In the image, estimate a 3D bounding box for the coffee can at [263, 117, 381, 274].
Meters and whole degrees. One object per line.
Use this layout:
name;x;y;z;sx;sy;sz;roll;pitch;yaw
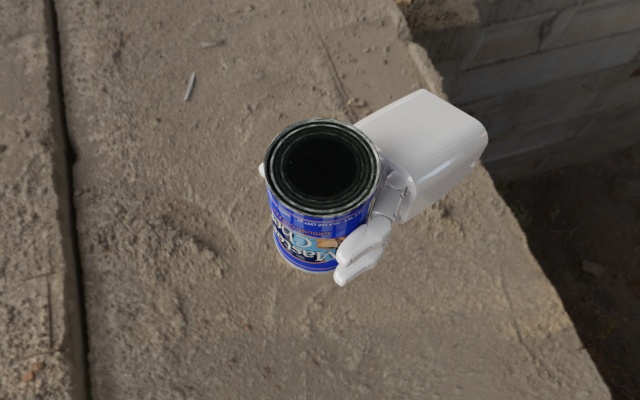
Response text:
coffee can;0.000;0.002;0.475;0.103;0.102;0.140;0;-28;-1
